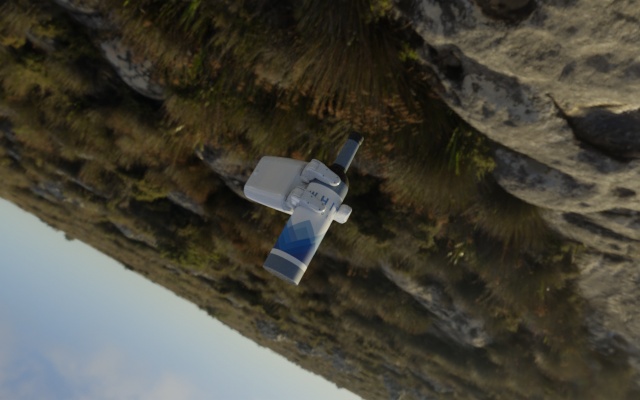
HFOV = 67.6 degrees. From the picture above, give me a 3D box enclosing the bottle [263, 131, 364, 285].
[{"bbox_3d":[0.000,0.003,0.841,0.069,0.295,0.069,26,-17,9],"label":"bottle"}]
